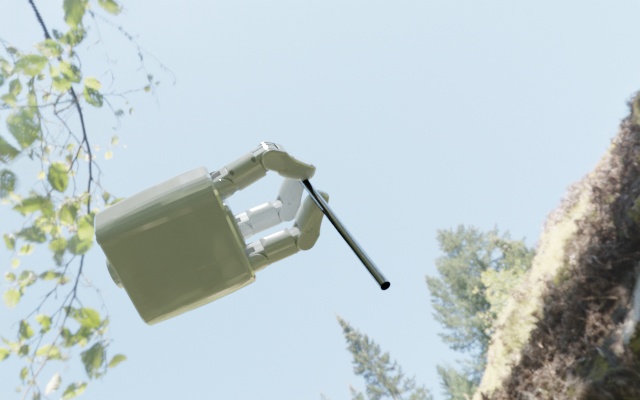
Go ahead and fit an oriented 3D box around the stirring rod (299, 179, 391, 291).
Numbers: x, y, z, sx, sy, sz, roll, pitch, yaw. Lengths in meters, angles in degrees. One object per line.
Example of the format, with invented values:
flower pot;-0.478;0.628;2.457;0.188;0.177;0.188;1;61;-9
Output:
stirring rod;0.000;0.001;0.422;0.011;0.011;0.239;0;28;-25
